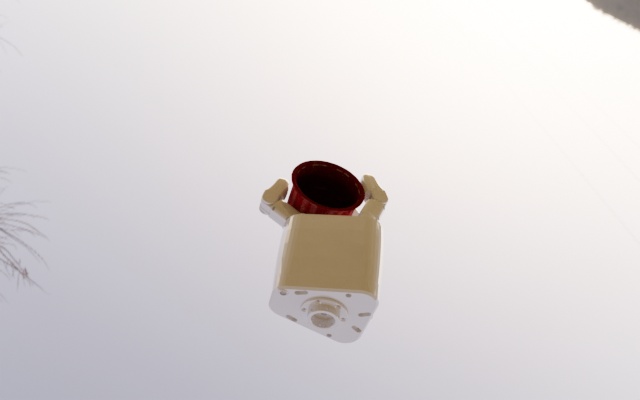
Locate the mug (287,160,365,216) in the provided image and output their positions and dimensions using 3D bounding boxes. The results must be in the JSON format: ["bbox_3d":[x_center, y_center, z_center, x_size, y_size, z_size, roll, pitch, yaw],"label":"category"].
[{"bbox_3d":[0.000,0.001,0.611,0.093,0.081,0.117,18,39,-5],"label":"mug"}]
